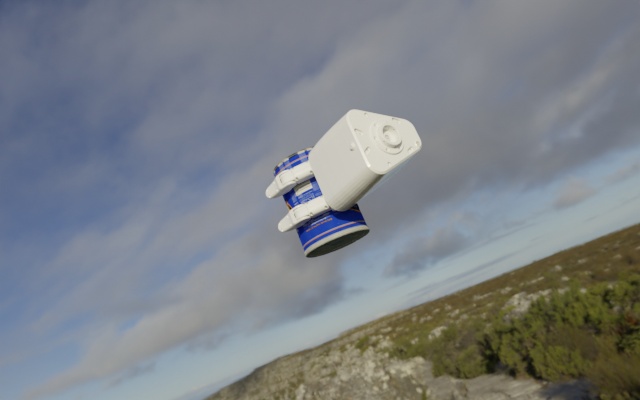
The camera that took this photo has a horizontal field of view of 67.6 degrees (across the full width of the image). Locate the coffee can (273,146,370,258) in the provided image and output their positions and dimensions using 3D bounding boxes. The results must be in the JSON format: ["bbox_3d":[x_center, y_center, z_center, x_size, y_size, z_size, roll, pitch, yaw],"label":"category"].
[{"bbox_3d":[0.000,0.003,0.723,0.103,0.140,0.103,-21,-15,-6],"label":"coffee can"}]
